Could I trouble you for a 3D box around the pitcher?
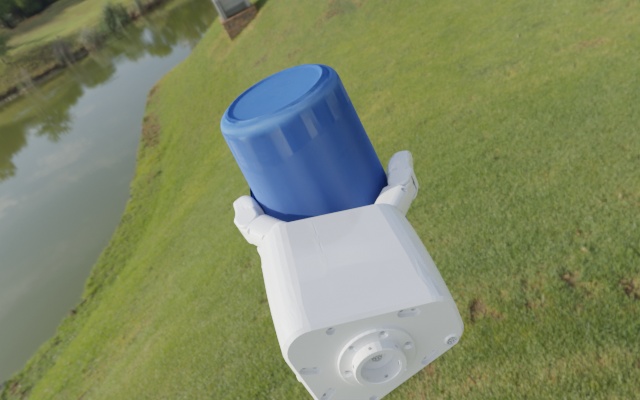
[{"bbox_3d":[0.000,0.002,0.462,0.149,0.243,0.145,-25,32,4],"label":"pitcher"}]
